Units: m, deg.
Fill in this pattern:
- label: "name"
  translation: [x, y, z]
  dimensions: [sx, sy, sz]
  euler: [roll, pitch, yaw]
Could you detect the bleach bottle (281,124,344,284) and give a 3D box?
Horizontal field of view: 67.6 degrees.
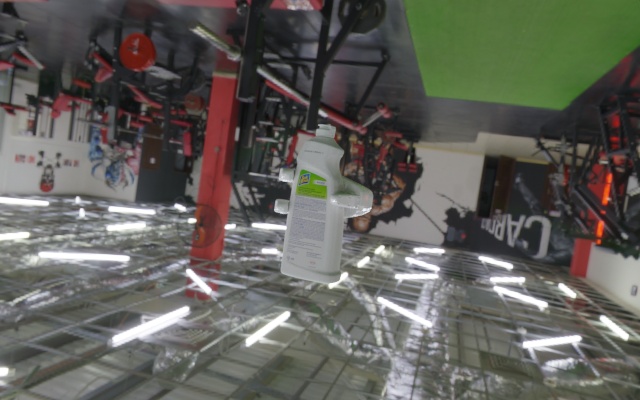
- label: "bleach bottle"
  translation: [0.000, 0.003, 0.785]
  dimensions: [0.102, 0.251, 0.068]
  euler: [9, 2, 19]
